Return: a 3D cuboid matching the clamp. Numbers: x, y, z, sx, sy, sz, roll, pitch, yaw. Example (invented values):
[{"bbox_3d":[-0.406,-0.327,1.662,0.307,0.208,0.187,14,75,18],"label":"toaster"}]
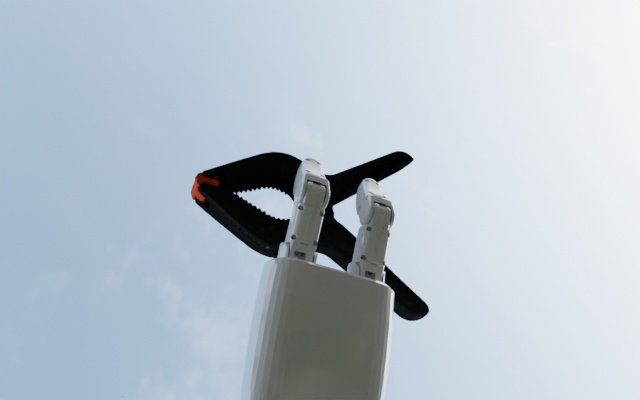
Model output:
[{"bbox_3d":[-0.001,0.002,0.409,0.210,0.164,0.036,18,-34,-15],"label":"clamp"}]
